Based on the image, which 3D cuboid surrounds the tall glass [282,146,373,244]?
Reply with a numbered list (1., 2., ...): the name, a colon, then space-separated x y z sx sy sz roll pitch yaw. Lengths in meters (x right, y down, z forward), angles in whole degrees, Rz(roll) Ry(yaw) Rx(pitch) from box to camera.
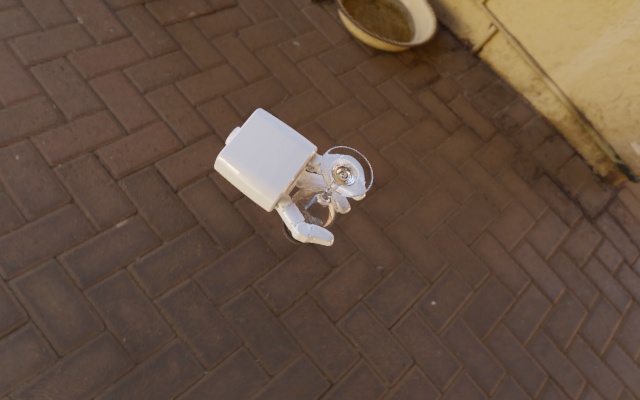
1. tall glass: 0.000 0.002 0.702 0.079 0.079 0.201 0 -25 -22
